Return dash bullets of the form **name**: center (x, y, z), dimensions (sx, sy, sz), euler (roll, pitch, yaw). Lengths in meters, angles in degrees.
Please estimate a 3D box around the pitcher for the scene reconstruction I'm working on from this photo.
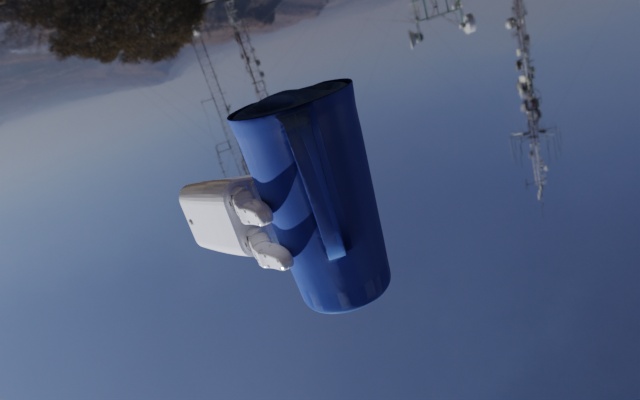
- **pitcher**: center (0.000, 0.002, 0.516), dimensions (0.145, 0.243, 0.149), euler (0, 26, 41)
